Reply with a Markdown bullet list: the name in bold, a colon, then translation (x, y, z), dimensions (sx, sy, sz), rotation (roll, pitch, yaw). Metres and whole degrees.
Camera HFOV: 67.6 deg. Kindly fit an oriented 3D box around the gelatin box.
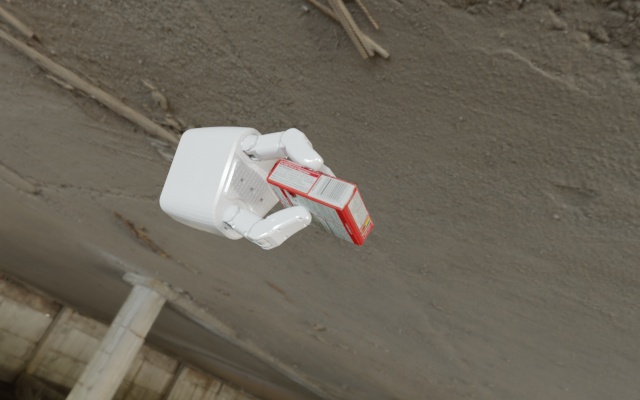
- **gelatin box**: translation (0.000, 0.002, 0.453), dimensions (0.089, 0.030, 0.073), rotation (21, -22, 29)
